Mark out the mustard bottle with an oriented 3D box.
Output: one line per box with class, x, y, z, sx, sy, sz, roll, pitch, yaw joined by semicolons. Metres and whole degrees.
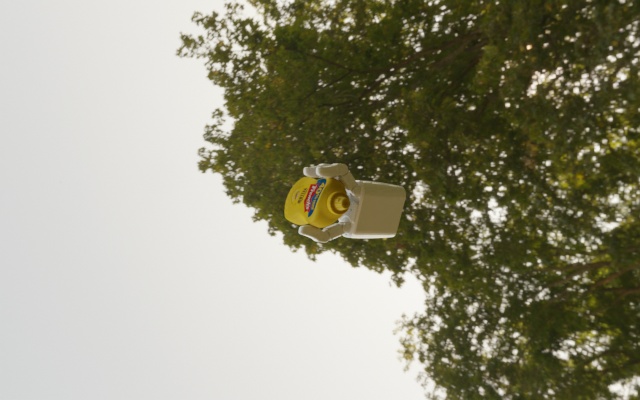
mustard bottle;0.000;0.003;0.896;0.058;0.096;0.191;30;-12;-25
